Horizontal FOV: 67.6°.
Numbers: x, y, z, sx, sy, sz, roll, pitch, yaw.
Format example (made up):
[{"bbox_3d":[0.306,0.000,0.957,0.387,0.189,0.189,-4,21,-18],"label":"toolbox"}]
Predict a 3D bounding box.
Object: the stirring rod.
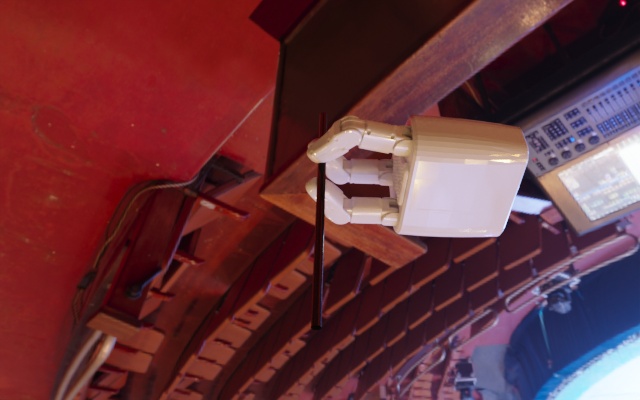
[{"bbox_3d":[0.000,0.001,0.426,0.011,0.239,0.011,1,-40,1],"label":"stirring rod"}]
